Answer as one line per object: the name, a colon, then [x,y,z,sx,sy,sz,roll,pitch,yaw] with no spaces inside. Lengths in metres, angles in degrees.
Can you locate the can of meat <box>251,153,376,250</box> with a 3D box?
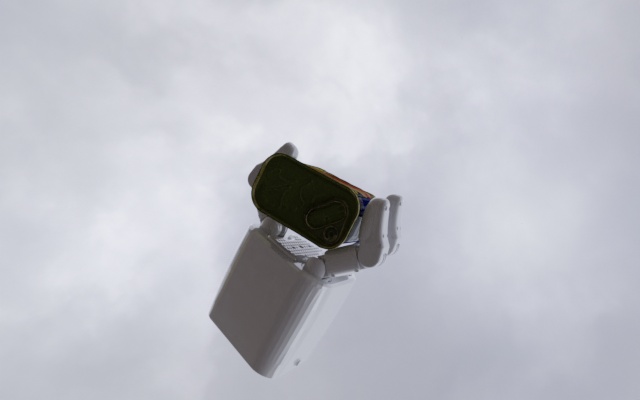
can of meat: [0.000,0.001,0.452,0.102,0.057,0.084,29,8,21]
